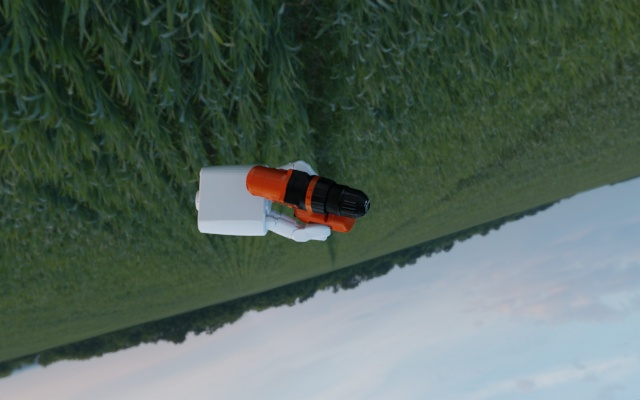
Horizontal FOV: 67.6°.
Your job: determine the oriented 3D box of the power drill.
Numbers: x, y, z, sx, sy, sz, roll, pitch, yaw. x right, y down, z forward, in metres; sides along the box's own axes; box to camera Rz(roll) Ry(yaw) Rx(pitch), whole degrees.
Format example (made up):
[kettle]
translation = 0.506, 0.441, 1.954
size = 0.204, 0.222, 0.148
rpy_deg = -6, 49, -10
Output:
[power drill]
translation = 0.000, 0.002, 0.731
size = 0.184, 0.057, 0.188
rpy_deg = 16, -9, 20
